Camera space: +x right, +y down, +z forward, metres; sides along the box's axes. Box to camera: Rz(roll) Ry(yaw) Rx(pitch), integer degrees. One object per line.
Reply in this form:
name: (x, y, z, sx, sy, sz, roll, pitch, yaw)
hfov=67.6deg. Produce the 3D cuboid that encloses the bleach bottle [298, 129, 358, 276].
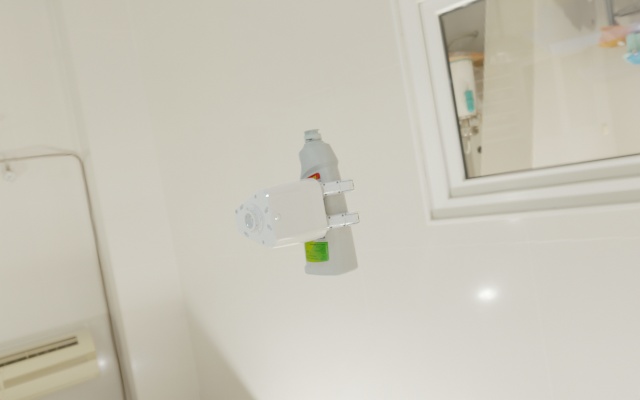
bleach bottle: (0.000, 0.003, 0.840, 0.068, 0.251, 0.102, -12, 3, -40)
